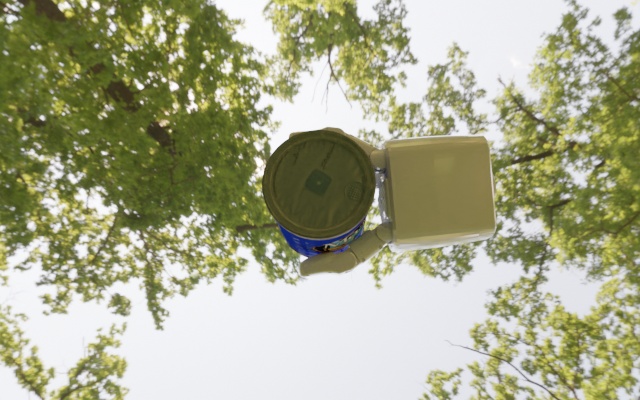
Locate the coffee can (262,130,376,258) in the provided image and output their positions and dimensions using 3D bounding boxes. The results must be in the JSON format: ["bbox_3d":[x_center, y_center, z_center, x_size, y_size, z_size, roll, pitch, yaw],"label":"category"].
[{"bbox_3d":[0.000,0.002,0.493,0.103,0.102,0.140,0,-15,1],"label":"coffee can"}]
